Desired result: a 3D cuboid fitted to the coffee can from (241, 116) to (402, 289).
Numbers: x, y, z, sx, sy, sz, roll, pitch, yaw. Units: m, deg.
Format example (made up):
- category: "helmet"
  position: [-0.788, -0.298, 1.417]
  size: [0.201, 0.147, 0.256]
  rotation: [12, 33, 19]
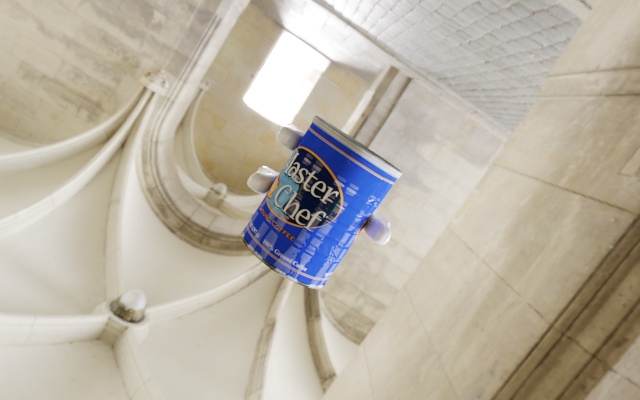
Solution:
- category: "coffee can"
  position: [0.000, 0.001, 0.480]
  size: [0.103, 0.140, 0.103]
  rotation: [32, 10, -6]
